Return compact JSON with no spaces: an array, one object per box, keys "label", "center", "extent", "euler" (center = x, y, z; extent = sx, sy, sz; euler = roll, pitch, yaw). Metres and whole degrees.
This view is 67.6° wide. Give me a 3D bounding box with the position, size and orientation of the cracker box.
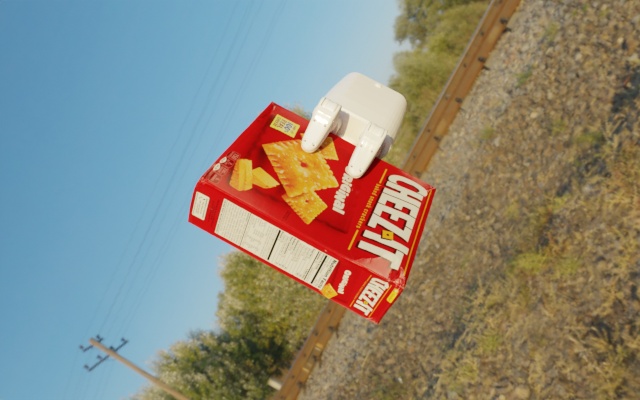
[{"label":"cracker box","center":[0.000,0.002,0.499],"extent":[0.213,0.072,0.164],"euler":[28,43,3]}]
